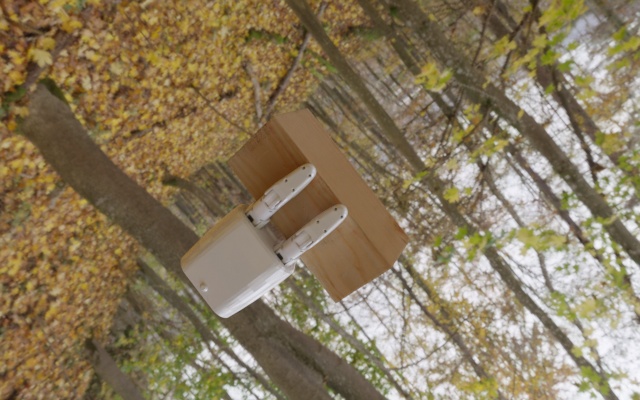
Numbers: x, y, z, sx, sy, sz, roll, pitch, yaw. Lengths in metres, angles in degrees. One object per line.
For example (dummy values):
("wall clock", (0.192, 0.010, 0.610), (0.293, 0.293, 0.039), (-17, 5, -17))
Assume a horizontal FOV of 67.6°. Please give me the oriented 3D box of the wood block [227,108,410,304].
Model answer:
("wood block", (0.000, 0.002, 0.567), (0.090, 0.206, 0.091), (-39, -2, 28))
